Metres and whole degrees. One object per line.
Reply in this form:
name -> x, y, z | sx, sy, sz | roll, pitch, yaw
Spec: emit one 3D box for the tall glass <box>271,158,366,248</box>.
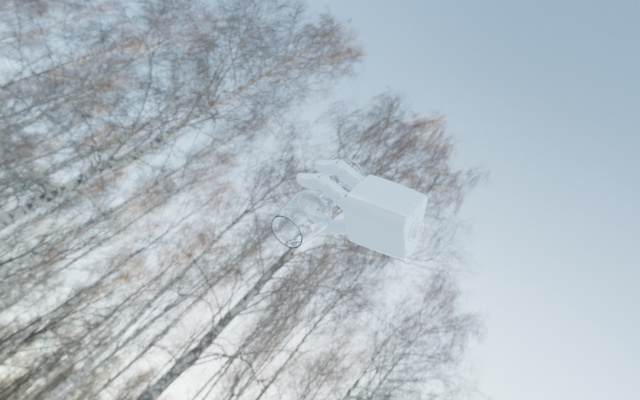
tall glass -> 0.000, 0.002, 0.827 | 0.079, 0.079, 0.201 | 0, 29, 39
